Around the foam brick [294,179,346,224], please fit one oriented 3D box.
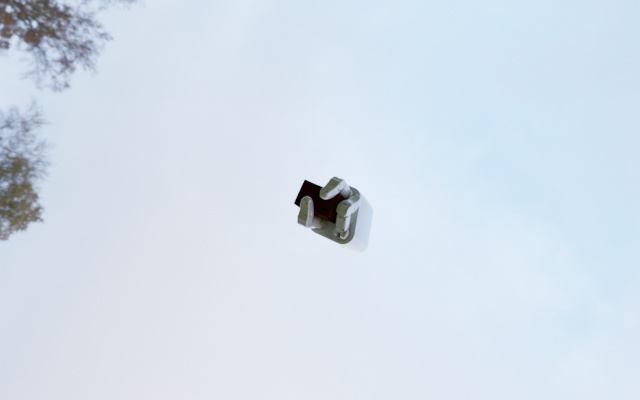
[{"bbox_3d":[0.000,0.003,0.893,0.078,0.053,0.051,23,-7,27],"label":"foam brick"}]
